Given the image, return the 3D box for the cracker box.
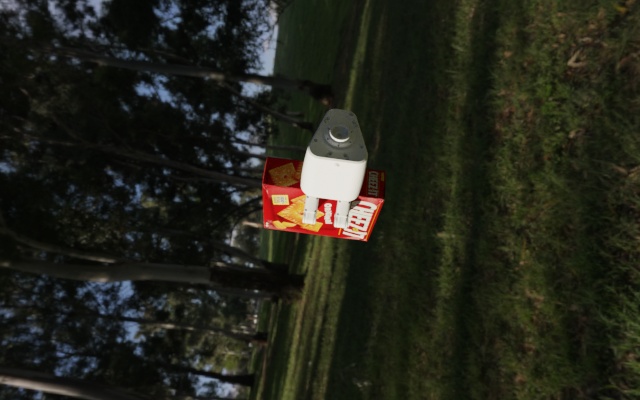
[{"bbox_3d":[0.000,0.003,0.896,0.214,0.072,0.164,8,-31,-2],"label":"cracker box"}]
